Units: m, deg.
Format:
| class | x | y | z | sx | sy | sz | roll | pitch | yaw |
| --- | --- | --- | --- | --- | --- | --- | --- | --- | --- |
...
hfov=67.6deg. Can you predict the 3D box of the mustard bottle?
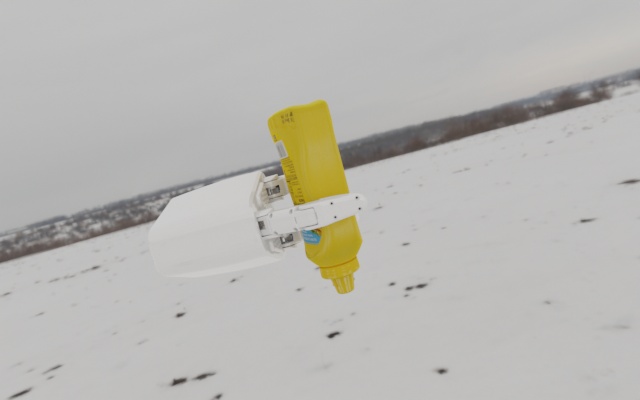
| class | x | y | z | sx | sy | sz | roll | pitch | yaw |
| --- | --- | --- | --- | --- | --- | --- | --- | --- | --- |
| mustard bottle | 0.000 | 0.001 | 0.480 | 0.058 | 0.191 | 0.096 | -17 | 6 | -18 |
